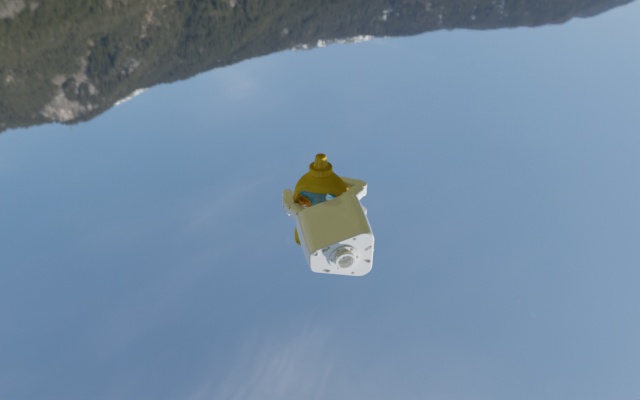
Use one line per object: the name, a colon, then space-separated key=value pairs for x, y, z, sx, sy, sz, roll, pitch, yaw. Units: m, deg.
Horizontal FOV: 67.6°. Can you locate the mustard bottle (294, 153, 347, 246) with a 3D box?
mustard bottle: x=0.000 y=0.003 z=0.865 sx=0.096 sy=0.192 sz=0.058 roll=8 pitch=35 yaw=11
